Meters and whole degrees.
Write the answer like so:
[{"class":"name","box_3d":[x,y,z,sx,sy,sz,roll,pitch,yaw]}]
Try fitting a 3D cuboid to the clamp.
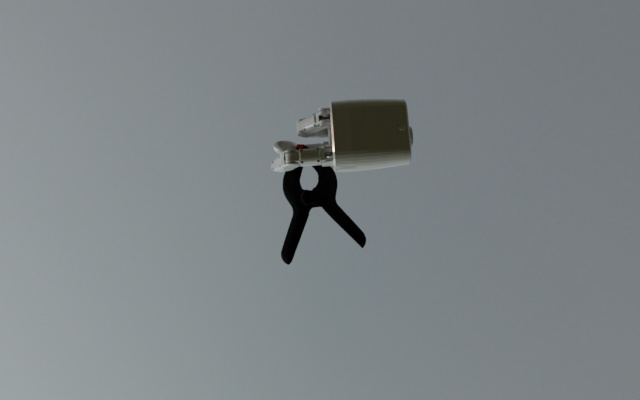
[{"class":"clamp","box_3d":[0.000,0.002,0.681,0.120,0.171,0.039,-4,-9,1]}]
